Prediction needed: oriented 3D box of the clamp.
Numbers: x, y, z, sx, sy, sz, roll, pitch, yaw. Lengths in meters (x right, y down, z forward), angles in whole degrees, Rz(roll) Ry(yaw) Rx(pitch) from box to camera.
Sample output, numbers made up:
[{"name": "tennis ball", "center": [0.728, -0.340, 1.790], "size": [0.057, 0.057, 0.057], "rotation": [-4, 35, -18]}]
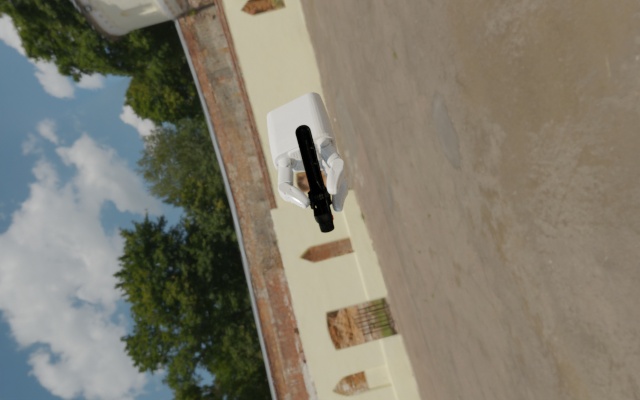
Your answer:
[{"name": "clamp", "center": [-0.001, 0.003, 0.769], "size": [0.036, 0.164, 0.210], "rotation": [-13, -33, 1]}]
